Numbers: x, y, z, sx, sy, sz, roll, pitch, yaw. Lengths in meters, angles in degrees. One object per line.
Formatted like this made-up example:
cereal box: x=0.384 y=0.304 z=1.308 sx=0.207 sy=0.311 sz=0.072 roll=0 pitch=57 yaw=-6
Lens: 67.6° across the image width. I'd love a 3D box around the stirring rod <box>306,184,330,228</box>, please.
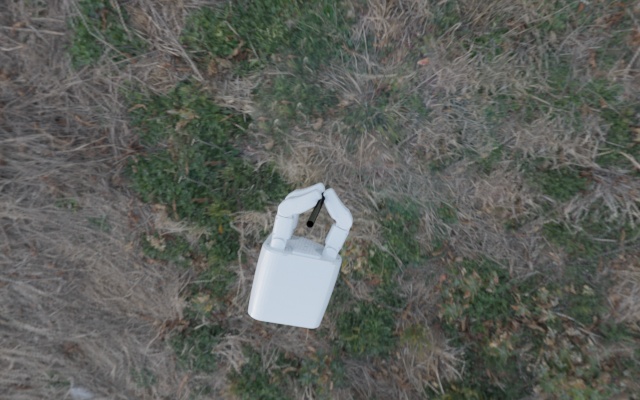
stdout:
stirring rod: x=0.000 y=0.002 z=0.626 sx=0.011 sy=0.011 sz=0.239 roll=0 pitch=11 yaw=5
